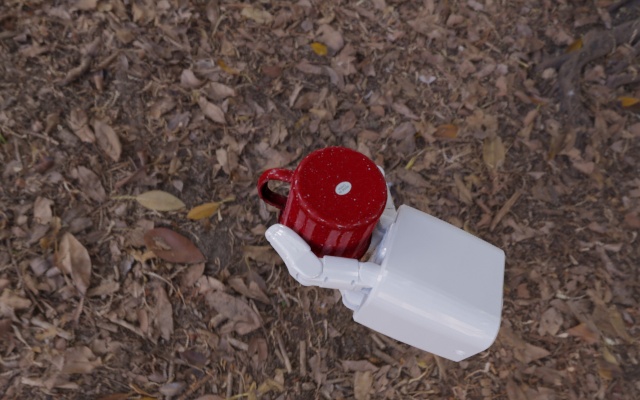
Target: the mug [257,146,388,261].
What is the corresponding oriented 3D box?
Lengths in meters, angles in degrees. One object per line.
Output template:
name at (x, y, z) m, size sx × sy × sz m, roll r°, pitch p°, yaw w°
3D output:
mug at (-0.001, 0.001, 0.426) m, size 0.117 × 0.093 × 0.081 m, roll 22°, pitch -30°, yaw 2°
